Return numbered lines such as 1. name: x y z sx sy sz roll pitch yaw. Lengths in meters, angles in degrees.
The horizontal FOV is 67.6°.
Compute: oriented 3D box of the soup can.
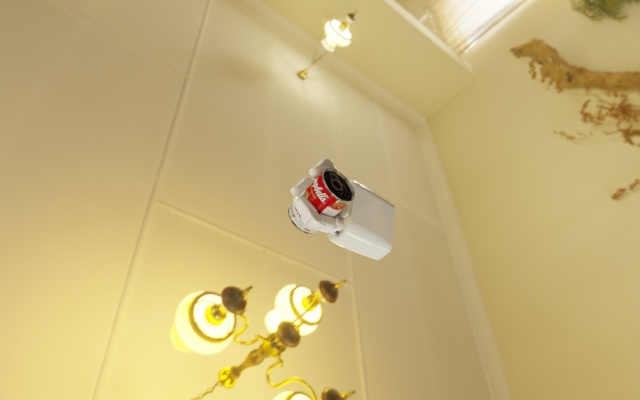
1. soup can: 0.000 0.003 0.814 0.068 0.068 0.102 0 -35 -48
